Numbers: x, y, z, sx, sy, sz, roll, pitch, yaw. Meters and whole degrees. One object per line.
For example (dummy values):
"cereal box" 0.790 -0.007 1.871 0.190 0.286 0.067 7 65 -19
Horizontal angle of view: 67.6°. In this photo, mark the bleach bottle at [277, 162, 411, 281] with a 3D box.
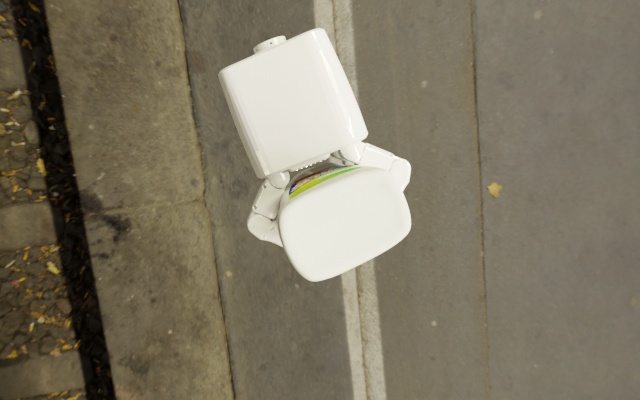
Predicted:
"bleach bottle" 0.000 0.002 0.471 0.102 0.068 0.251 -24 11 -6
